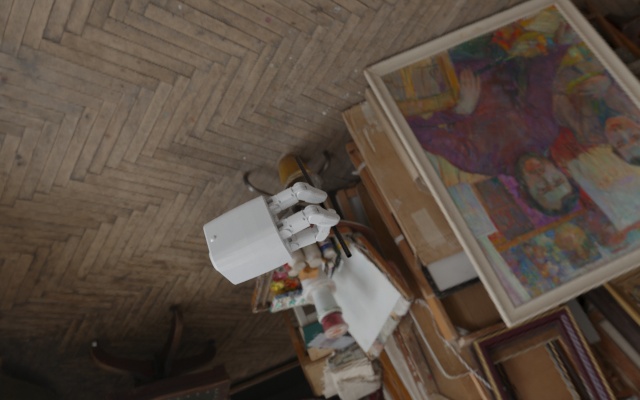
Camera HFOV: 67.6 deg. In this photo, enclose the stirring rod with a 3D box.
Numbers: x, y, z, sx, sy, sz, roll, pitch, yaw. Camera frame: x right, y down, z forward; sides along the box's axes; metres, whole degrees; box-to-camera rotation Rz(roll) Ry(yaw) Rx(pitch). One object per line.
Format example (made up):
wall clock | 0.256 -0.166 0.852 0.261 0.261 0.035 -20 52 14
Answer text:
stirring rod | 0.000 0.003 0.777 0.011 0.011 0.239 0 41 -28
